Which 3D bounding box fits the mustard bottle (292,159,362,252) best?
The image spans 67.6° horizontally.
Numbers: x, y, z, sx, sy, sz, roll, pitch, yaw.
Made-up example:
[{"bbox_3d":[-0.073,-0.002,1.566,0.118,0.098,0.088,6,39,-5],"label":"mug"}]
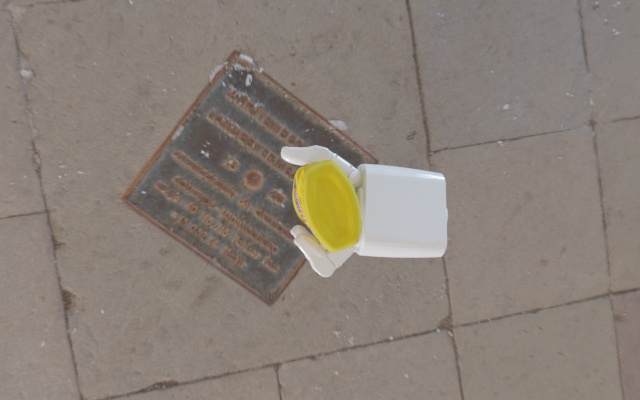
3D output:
[{"bbox_3d":[0.000,0.002,0.582,0.058,0.096,0.191,-21,5,-6],"label":"mustard bottle"}]
